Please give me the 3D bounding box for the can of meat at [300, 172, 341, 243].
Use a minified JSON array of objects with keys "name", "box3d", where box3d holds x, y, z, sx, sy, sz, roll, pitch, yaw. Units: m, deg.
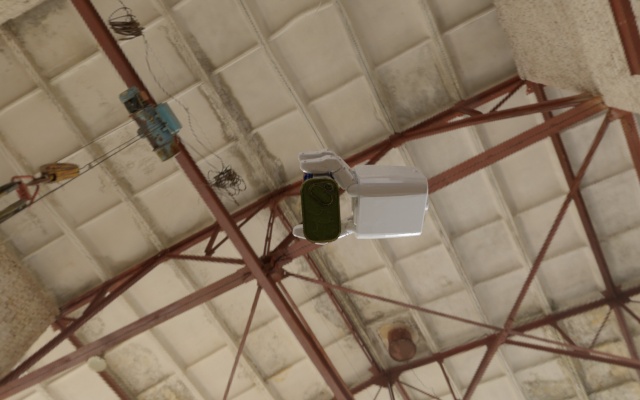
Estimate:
[{"name":"can of meat","box3d":[0.000,0.002,0.741,0.057,0.102,0.084,-4,20,0]}]
